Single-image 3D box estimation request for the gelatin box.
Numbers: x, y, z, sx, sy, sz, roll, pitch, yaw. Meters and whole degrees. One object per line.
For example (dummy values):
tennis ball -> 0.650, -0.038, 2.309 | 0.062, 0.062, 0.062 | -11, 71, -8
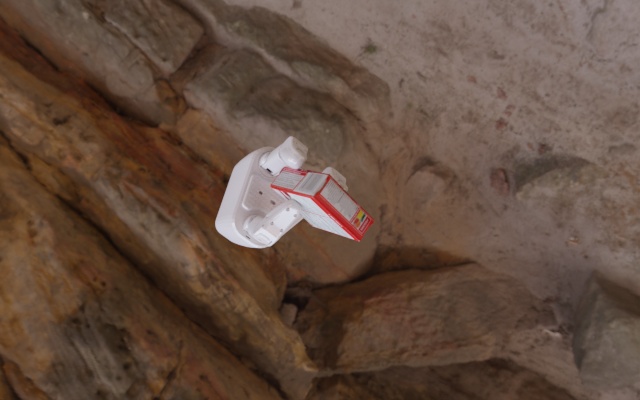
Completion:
gelatin box -> 0.000, 0.002, 0.478 | 0.073, 0.030, 0.089 | 44, -16, -30
